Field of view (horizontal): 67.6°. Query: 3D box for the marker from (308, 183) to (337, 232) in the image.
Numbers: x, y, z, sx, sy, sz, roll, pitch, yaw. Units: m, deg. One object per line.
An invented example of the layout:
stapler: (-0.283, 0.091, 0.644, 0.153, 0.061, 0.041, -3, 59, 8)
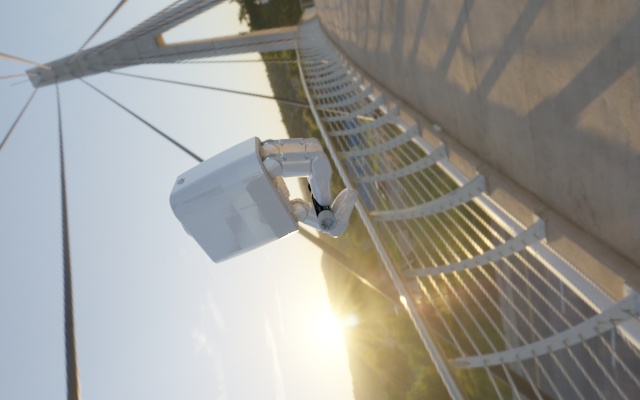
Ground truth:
marker: (0.000, 0.002, 0.549, 0.020, 0.020, 0.121, 0, 22, -8)
